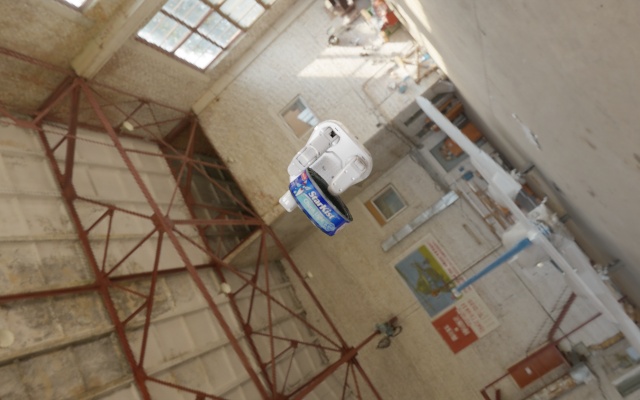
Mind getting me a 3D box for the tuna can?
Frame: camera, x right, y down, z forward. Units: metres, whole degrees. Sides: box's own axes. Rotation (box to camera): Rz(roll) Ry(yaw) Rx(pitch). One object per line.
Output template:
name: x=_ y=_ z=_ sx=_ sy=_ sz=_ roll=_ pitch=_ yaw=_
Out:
tuna can: x=0.000 y=0.002 z=0.588 sx=0.034 sy=0.086 sz=0.086 roll=-40 pitch=-8 yaw=10
